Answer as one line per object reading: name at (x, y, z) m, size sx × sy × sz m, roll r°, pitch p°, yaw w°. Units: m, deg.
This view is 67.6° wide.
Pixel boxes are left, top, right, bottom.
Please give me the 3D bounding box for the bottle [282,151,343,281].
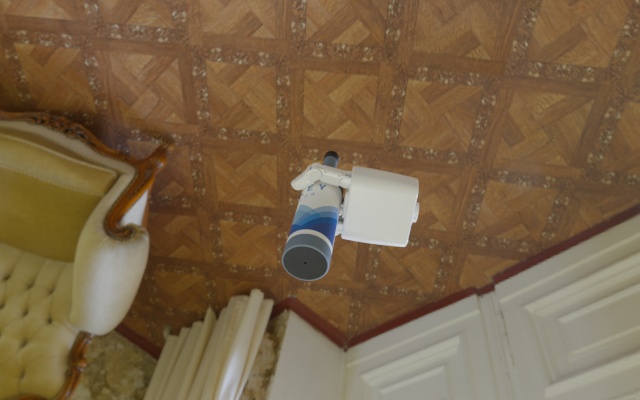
bottle at (0.000, 0.003, 0.773) m, size 0.069 × 0.069 × 0.295 m, roll 0°, pitch 35°, yaw 10°
